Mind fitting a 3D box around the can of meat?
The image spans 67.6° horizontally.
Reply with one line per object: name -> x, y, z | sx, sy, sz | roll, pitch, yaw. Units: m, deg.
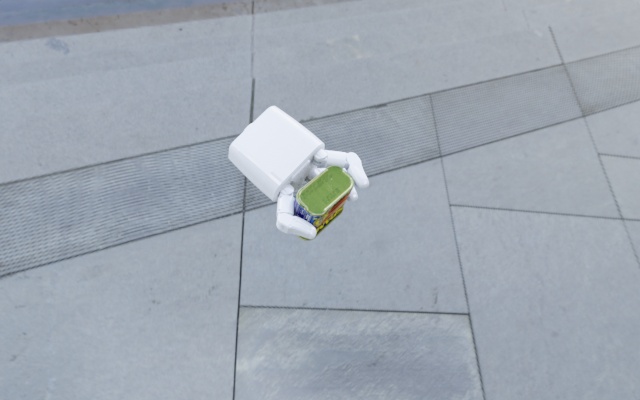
can of meat -> 0.000, 0.002, 0.741 | 0.102, 0.057, 0.084 | -41, -13, -29
